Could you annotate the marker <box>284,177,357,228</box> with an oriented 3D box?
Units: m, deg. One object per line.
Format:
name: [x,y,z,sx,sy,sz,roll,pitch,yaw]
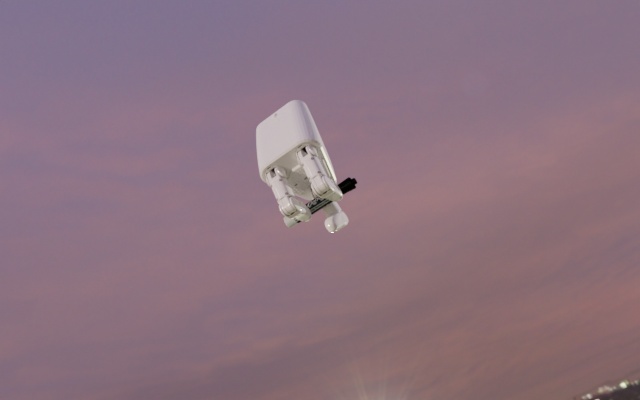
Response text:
marker: [0.000,0.002,0.686,0.121,0.020,0.020,-32,-10,17]
